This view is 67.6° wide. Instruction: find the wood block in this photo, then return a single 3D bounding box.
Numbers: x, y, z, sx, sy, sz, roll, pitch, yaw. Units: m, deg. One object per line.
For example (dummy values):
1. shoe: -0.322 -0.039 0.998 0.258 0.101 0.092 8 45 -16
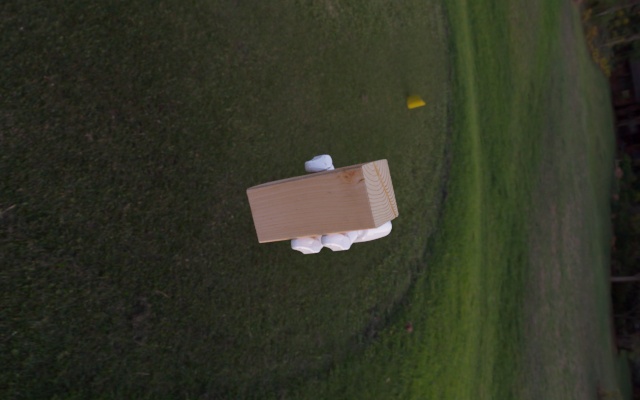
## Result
1. wood block: 0.000 0.002 0.733 0.206 0.091 0.090 -10 6 32
